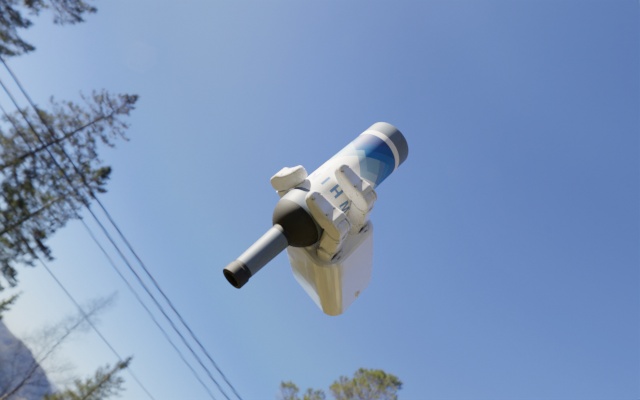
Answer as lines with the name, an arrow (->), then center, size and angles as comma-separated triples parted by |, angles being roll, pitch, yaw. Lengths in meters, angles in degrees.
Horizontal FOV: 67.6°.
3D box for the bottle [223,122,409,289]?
bottle -> 0.000, 0.002, 0.578 | 0.069, 0.069, 0.295 | 0, 33, 49
